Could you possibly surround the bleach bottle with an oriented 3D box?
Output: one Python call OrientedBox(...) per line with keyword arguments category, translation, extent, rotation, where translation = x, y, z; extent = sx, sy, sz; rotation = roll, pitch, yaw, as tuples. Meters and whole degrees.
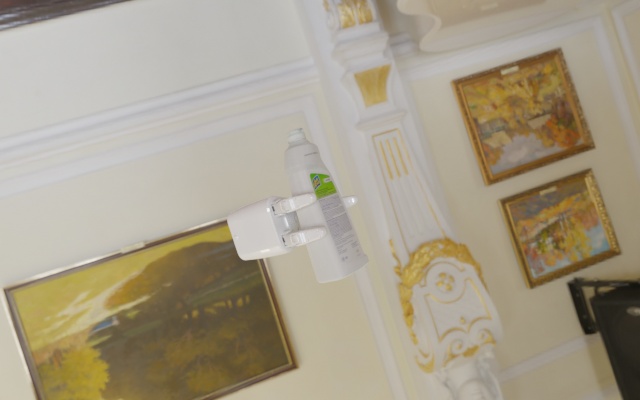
OrientedBox(category="bleach bottle", translation=(0.000, 0.003, 0.795), extent=(0.068, 0.251, 0.102), rotation=(-17, 2, 35))
